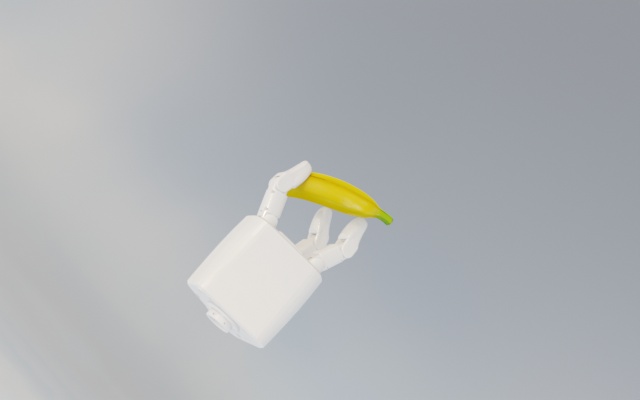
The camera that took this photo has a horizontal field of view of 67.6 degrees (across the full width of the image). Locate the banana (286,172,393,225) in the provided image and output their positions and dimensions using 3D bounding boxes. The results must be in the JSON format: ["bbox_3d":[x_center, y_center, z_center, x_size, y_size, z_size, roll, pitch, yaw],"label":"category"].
[{"bbox_3d":[-0.004,-0.009,0.621,0.197,0.037,0.070,19,-28,36],"label":"banana"}]
